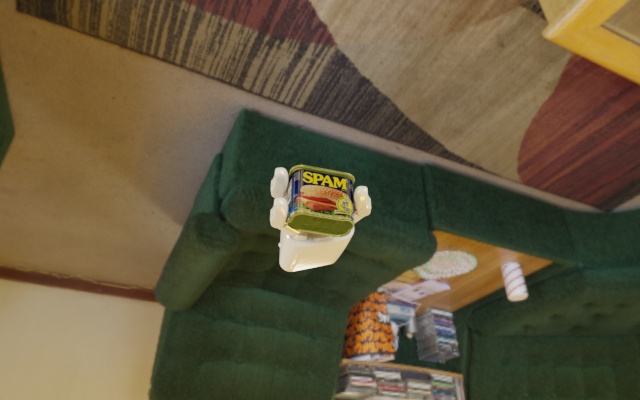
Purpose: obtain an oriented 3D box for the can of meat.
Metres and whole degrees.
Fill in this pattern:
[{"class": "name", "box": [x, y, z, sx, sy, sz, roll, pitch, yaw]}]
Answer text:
[{"class": "can of meat", "box": [0.000, 0.003, 0.711, 0.102, 0.084, 0.057, 10, -34, -14]}]
